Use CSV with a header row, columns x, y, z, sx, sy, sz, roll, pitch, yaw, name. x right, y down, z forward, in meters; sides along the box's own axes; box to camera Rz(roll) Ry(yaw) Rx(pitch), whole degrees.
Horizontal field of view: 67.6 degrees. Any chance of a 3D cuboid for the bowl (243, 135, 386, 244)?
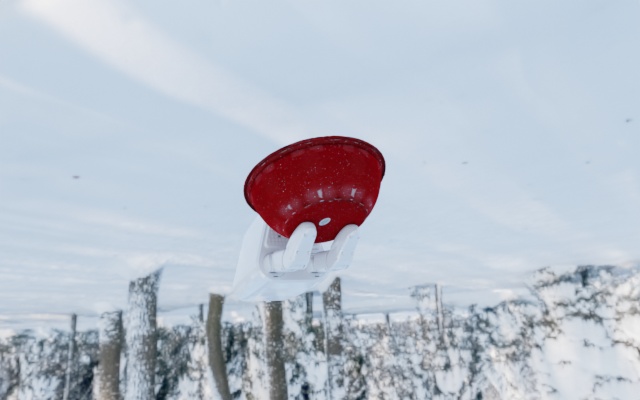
x,y,z,sx,sy,sz,roll,pitch,yaw,name
0.000,0.001,0.518,0.162,0.055,0.162,-10,-31,-6,bowl
